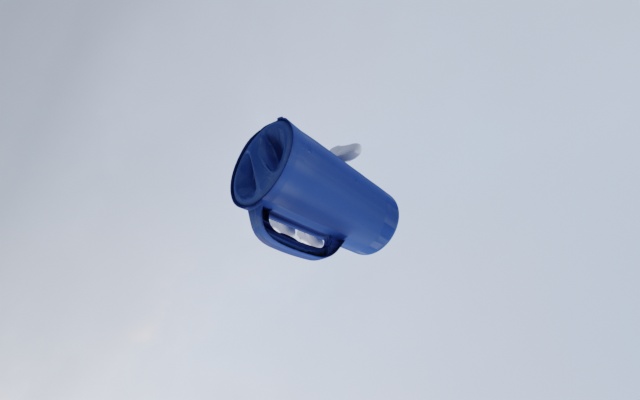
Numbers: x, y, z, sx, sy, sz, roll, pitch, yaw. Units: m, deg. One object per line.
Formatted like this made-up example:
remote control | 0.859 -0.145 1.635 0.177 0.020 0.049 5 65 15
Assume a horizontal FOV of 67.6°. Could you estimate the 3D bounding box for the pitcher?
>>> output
pitcher | 0.000 0.002 0.692 0.243 0.149 0.145 29 8 -35
